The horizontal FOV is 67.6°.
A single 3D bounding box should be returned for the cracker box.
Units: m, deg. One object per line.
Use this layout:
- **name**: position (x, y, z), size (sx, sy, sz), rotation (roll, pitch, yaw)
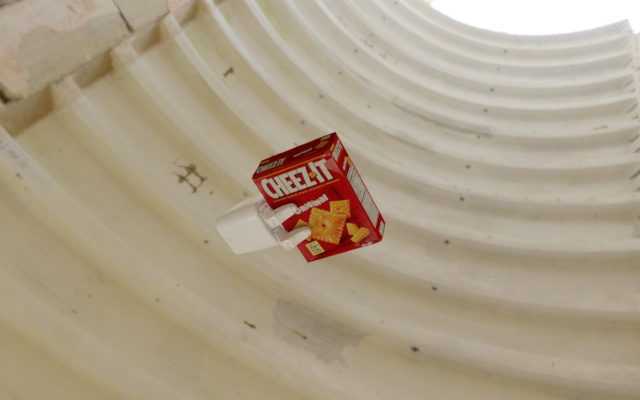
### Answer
- **cracker box**: position (0.000, 0.003, 0.879), size (0.164, 0.214, 0.072), rotation (-18, 29, 25)
